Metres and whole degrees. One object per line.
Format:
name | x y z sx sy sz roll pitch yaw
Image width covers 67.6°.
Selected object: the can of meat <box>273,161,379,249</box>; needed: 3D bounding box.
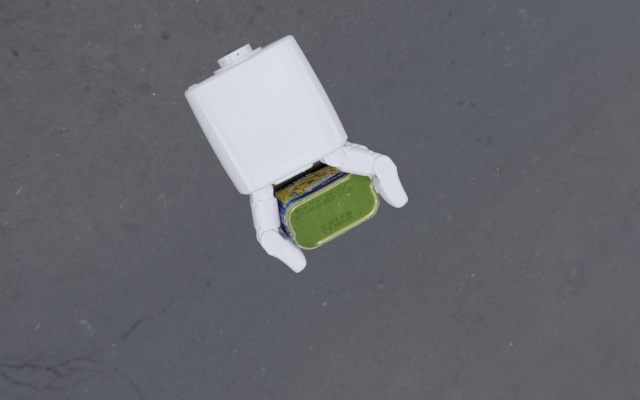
can of meat | 0.000 0.002 0.498 0.102 0.057 0.084 -29 19 -11
